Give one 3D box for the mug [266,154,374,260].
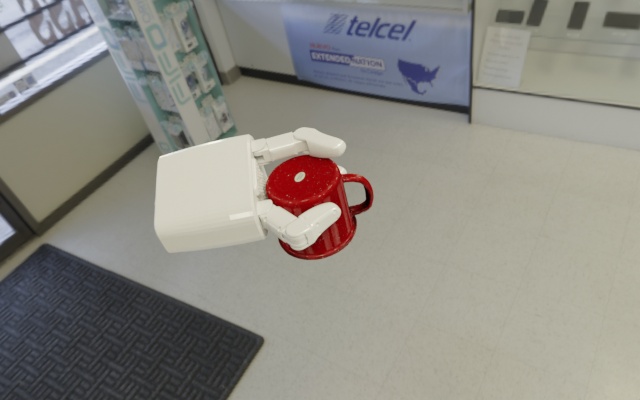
[{"bbox_3d":[0.001,0.001,0.522,0.117,0.082,0.093,-11,42,4],"label":"mug"}]
